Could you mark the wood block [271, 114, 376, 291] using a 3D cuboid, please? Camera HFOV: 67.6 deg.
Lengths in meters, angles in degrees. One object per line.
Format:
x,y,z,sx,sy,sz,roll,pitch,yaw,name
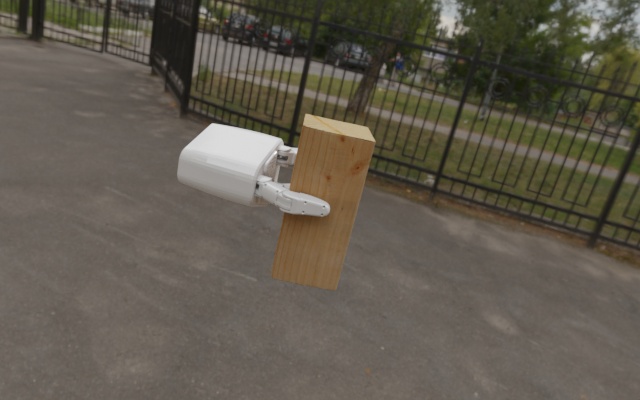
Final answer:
0.000,0.002,0.633,0.090,0.206,0.090,12,19,-4,wood block
